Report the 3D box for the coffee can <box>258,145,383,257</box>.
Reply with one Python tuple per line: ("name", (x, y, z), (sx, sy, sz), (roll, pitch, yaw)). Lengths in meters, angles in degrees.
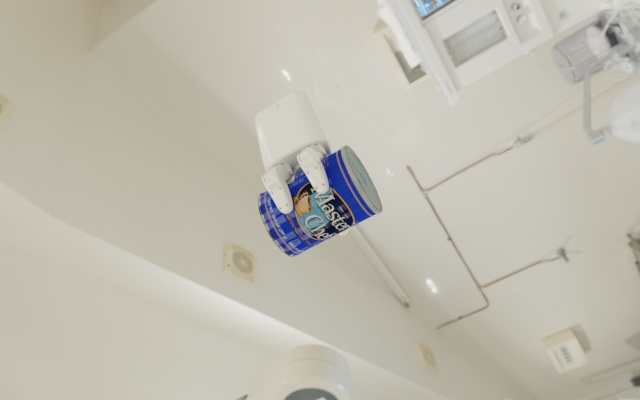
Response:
("coffee can", (0.000, 0.002, 0.660), (0.140, 0.103, 0.103), (-28, -8, 15))
